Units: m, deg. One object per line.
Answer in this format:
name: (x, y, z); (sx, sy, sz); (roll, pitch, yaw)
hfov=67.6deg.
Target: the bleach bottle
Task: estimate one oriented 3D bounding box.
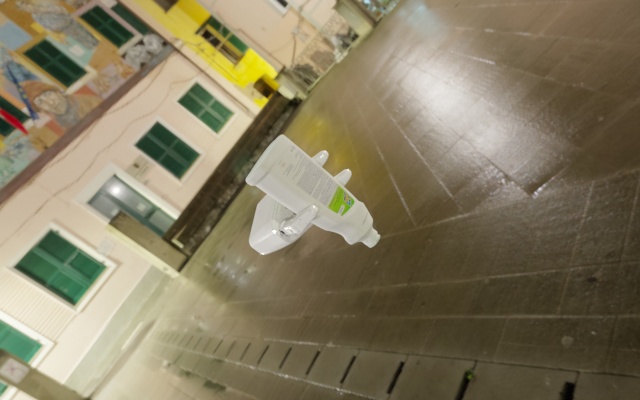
bleach bottle: (0.000, 0.003, 0.823); (0.251, 0.102, 0.068); (39, -37, -15)
